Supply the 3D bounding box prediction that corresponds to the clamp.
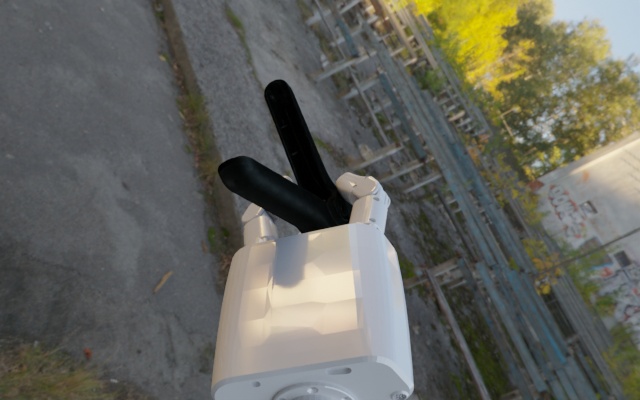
[{"bbox_3d":[0.001,0.002,0.406,0.036,0.210,0.164,-24,33,22],"label":"clamp"}]
